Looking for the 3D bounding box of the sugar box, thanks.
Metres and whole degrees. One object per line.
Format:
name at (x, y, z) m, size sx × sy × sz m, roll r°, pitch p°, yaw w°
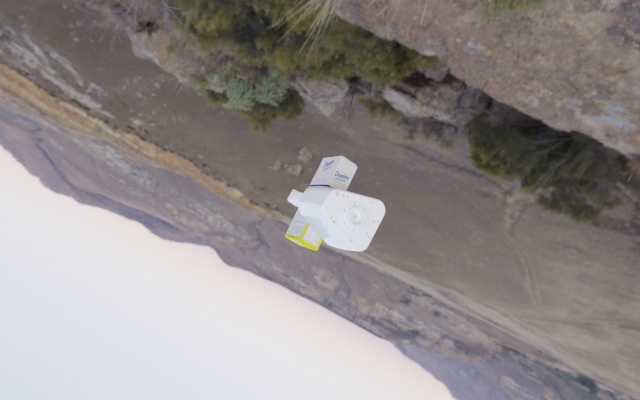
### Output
sugar box at (0.001, 0.003, 0.899) m, size 0.048 × 0.176 × 0.093 m, roll 32°, pitch -10°, yaw -21°
